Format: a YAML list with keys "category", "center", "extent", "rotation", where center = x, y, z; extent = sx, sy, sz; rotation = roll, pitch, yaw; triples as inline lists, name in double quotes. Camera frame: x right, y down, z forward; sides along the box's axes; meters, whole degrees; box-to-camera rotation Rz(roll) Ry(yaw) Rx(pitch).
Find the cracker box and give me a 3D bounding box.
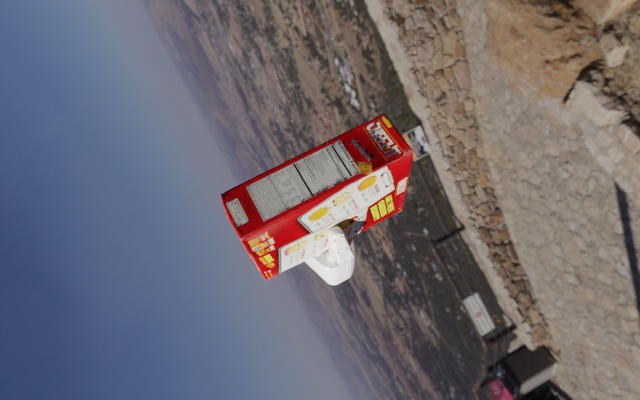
- category: "cracker box"
  center: [0.000, 0.002, 0.591]
  extent: [0.213, 0.072, 0.164]
  rotation: [-27, -24, -8]
